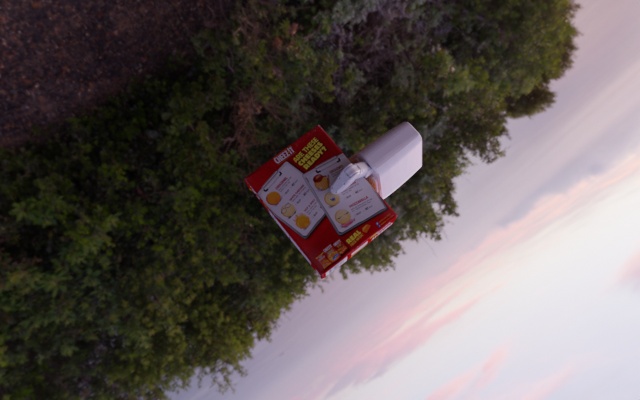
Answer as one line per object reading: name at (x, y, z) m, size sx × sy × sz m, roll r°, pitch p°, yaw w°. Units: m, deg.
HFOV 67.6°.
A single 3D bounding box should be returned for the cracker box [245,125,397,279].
cracker box at (0.000, 0.003, 0.828) m, size 0.164 × 0.213 × 0.072 m, roll -37°, pitch -14°, yaw -11°
